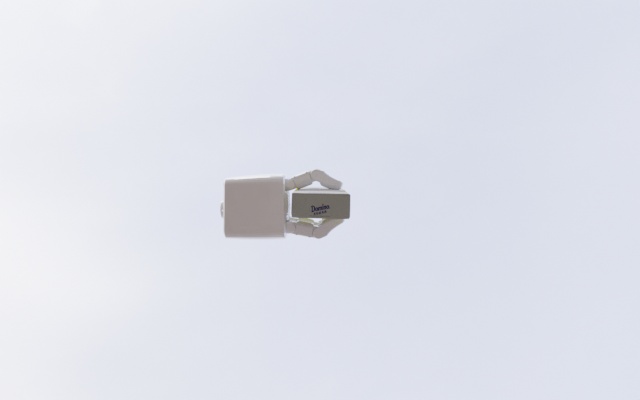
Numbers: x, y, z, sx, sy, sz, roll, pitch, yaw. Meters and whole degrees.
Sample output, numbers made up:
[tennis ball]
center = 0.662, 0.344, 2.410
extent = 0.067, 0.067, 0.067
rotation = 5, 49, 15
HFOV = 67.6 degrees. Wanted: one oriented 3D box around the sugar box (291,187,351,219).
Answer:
[sugar box]
center = 0.000, 0.003, 0.816
extent = 0.093, 0.048, 0.176
rotation = 1, 6, 0
